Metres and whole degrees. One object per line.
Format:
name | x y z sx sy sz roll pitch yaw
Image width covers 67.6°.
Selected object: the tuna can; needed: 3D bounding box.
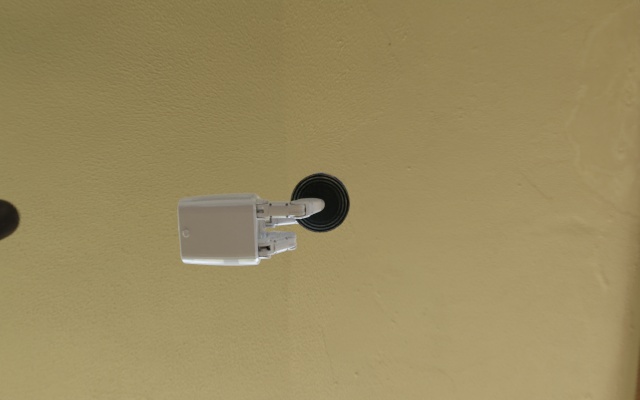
tuna can | 0.000 0.002 0.700 0.086 0.086 0.033 0 7 3
